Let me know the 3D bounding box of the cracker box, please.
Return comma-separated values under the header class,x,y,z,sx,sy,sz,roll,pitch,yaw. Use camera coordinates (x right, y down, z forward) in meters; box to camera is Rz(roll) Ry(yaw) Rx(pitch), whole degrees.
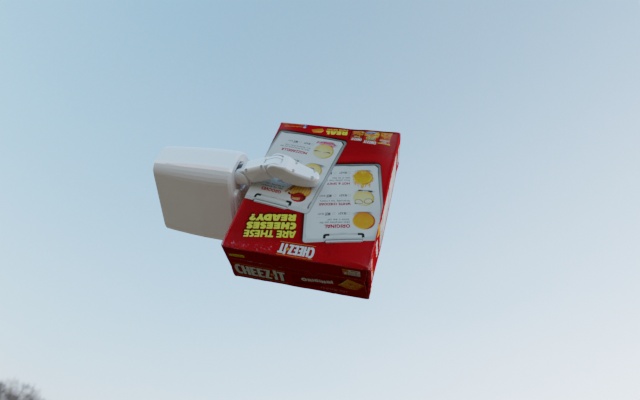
class,x,y,z,sx,sy,sz,roll,pitch,yaw
cracker box,0.000,0.002,0.580,0.164,0.213,0.072,7,-40,14
